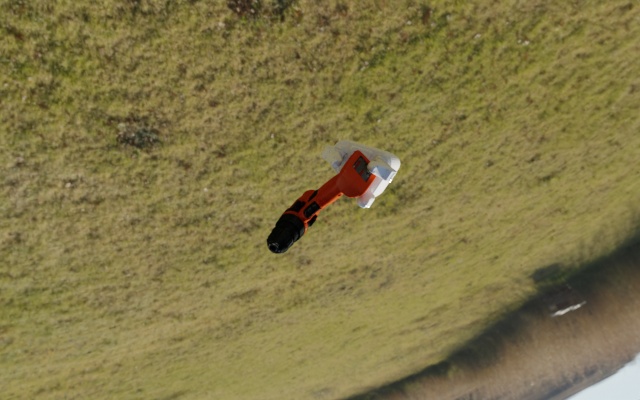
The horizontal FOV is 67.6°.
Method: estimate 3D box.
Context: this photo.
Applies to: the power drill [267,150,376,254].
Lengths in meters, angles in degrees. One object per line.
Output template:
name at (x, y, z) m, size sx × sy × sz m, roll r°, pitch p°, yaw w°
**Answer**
power drill at (0.001, 0.002, 0.813) m, size 0.188 × 0.057 × 0.184 m, roll -35°, pitch 11°, yaw 35°
